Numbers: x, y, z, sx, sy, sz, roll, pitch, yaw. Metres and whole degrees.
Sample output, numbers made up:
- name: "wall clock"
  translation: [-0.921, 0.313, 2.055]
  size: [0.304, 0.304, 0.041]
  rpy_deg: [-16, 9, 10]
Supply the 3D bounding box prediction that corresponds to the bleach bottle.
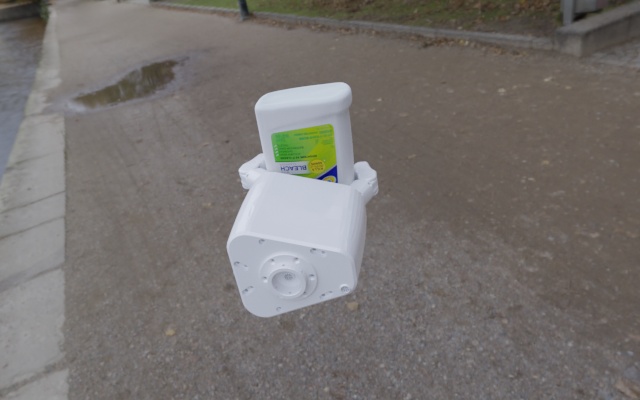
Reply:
- name: "bleach bottle"
  translation: [0.000, 0.002, 0.541]
  size: [0.102, 0.251, 0.068]
  rpy_deg: [-6, 28, 10]
